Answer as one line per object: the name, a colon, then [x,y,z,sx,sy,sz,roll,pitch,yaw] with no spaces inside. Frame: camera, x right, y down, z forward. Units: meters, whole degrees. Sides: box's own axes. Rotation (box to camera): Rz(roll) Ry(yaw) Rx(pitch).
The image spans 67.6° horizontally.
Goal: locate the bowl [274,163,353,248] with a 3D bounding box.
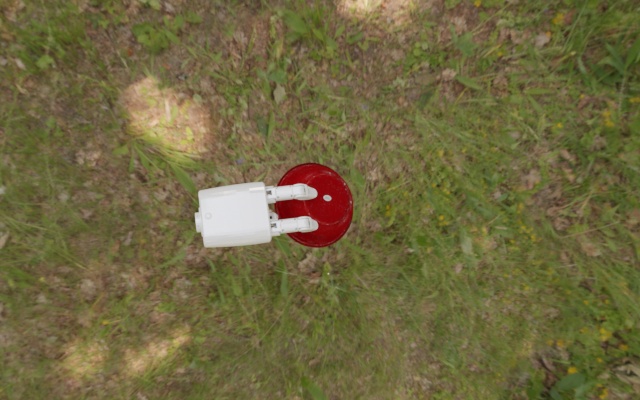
bowl: [0.001,0.002,0.866,0.162,0.162,0.055,0,-11,-25]
